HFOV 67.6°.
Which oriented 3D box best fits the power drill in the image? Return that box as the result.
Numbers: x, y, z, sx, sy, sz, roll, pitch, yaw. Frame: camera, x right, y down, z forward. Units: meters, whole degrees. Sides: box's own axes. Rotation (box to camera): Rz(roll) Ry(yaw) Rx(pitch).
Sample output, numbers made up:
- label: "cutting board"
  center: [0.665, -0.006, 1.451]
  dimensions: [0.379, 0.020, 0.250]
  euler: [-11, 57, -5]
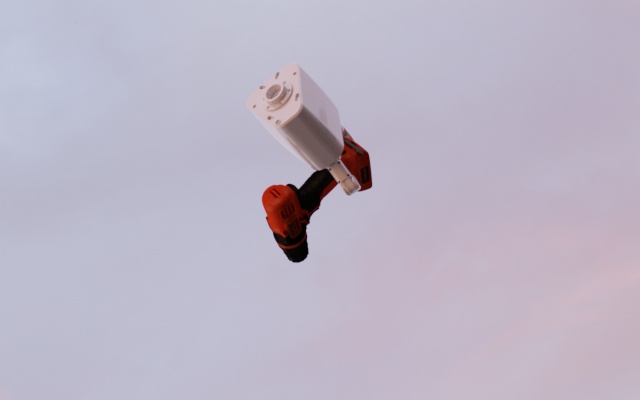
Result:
- label: "power drill"
  center: [0.000, 0.002, 0.758]
  dimensions: [0.057, 0.187, 0.185]
  euler: [38, -21, 29]
